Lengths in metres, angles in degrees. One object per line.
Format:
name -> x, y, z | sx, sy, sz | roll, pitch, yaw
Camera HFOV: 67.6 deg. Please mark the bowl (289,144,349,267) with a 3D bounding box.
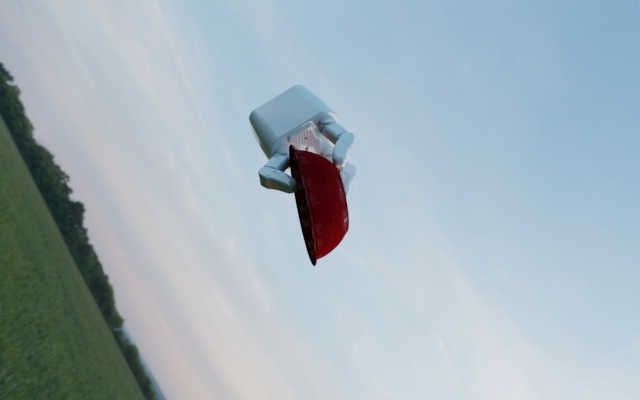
bowl -> 0.001, 0.003, 0.628 | 0.055, 0.162, 0.162 | -11, 1, -7
